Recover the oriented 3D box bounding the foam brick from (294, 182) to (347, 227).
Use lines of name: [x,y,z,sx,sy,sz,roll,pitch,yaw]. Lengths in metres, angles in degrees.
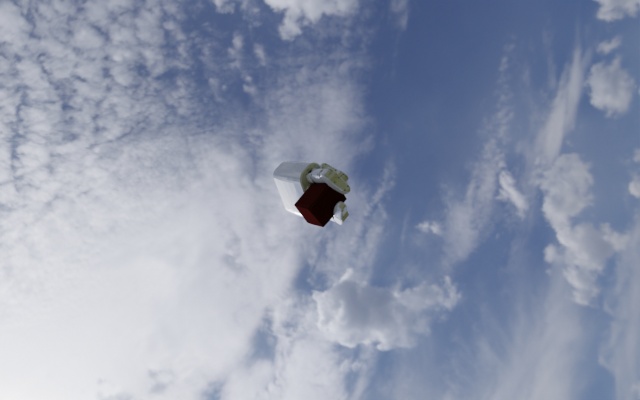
foam brick: [0.000,0.003,0.898,0.051,0.078,0.053,11,-36,51]
